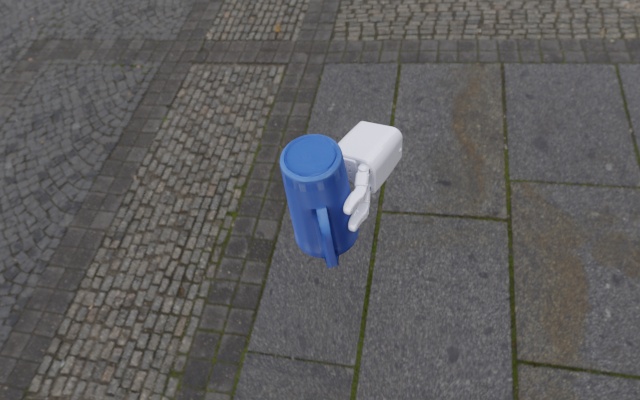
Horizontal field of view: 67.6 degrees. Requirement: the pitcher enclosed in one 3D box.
[{"bbox_3d":[0.000,0.003,0.888,0.149,0.145,0.243,29,-26,27],"label":"pitcher"}]
